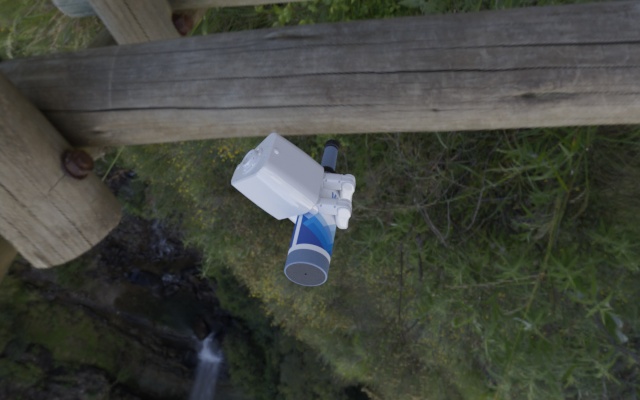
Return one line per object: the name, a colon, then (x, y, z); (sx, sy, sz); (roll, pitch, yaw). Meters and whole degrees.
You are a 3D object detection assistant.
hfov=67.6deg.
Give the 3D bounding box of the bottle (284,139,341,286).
bottle: (0.000, 0.003, 0.819); (0.069, 0.295, 0.069); (7, -41, 6)
